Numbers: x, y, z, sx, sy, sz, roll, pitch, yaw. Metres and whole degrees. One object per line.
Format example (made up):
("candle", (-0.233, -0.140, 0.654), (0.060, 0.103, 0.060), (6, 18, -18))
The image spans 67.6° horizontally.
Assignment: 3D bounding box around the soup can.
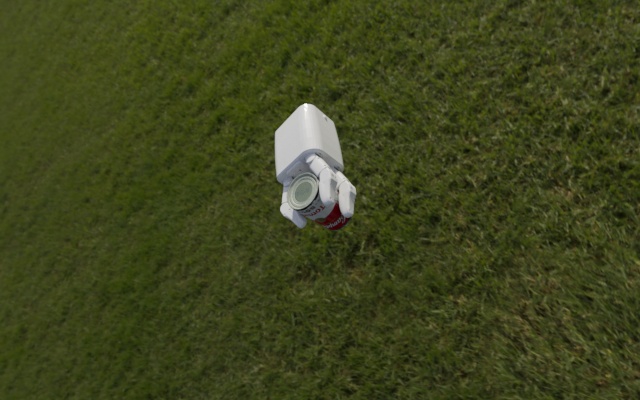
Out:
("soup can", (0.000, 0.003, 0.801), (0.068, 0.068, 0.102), (0, -21, 39))
